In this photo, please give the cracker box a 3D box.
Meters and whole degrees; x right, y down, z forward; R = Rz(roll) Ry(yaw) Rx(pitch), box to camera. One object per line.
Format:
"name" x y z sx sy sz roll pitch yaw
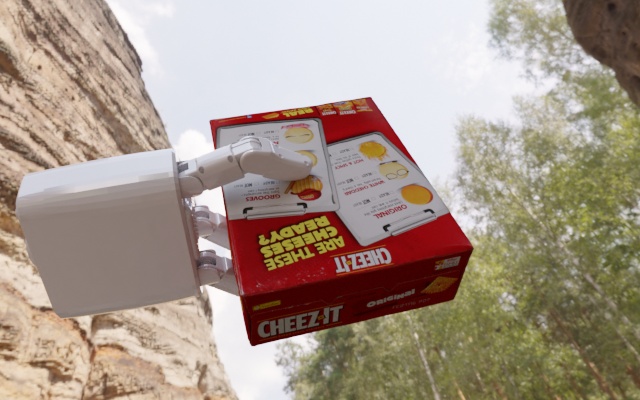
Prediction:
"cracker box" 0.000 0.001 0.408 0.164 0.072 0.213 -10 44 -11
